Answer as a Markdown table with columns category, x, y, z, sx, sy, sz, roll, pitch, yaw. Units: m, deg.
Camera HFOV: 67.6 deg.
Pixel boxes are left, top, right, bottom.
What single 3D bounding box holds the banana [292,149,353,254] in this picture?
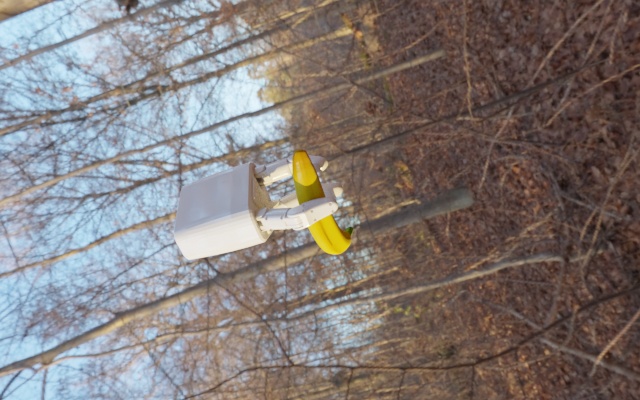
| category | x | y | z | sx | sy | sz | roll | pitch | yaw |
| --- | --- | --- | --- | --- | --- | --- | --- | --- | --- |
| banana | 0.002 | 0.019 | 0.622 | 0.037 | 0.069 | 0.198 | -14 | -38 | 14 |
